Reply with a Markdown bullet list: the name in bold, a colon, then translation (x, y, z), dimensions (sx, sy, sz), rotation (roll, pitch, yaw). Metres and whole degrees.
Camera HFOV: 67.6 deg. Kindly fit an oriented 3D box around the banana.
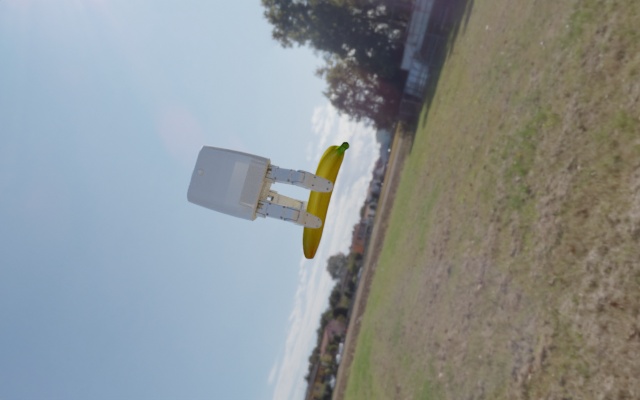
- **banana**: translation (0.001, -0.006, 0.758), dimensions (0.037, 0.198, 0.069), rotation (14, 16, -4)
